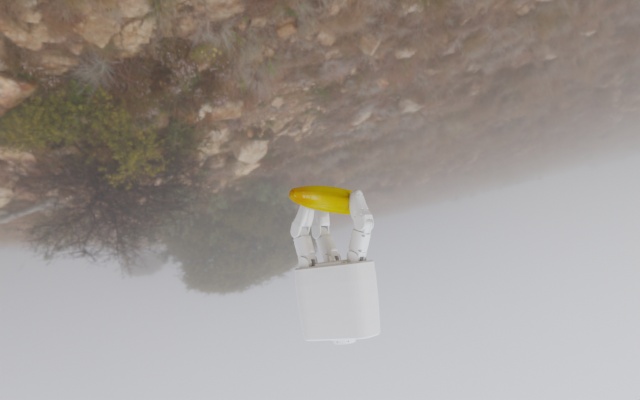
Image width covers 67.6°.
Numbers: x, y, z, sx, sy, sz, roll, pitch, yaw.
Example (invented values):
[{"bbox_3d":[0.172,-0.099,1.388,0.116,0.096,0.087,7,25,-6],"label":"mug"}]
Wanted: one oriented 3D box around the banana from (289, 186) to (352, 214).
[{"bbox_3d":[0.019,0.002,0.708,0.069,0.037,0.198,-3,-5,17],"label":"banana"}]
